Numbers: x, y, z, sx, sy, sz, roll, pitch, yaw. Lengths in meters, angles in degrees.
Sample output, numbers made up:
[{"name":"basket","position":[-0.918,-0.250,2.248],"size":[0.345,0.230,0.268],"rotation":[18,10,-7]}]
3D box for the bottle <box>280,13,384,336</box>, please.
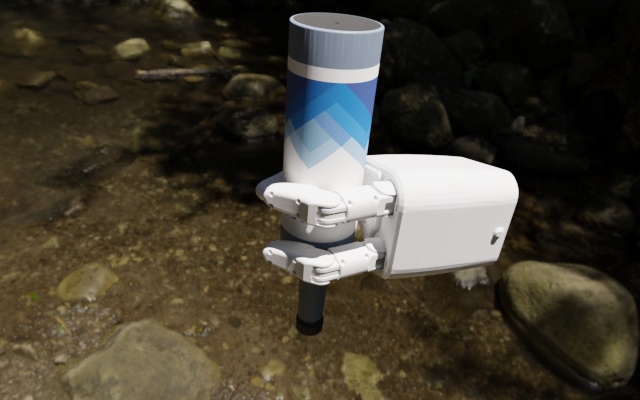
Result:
[{"name":"bottle","position":[0.000,0.001,0.408],"size":[0.069,0.296,0.069],"rotation":[4,31,-2]}]
